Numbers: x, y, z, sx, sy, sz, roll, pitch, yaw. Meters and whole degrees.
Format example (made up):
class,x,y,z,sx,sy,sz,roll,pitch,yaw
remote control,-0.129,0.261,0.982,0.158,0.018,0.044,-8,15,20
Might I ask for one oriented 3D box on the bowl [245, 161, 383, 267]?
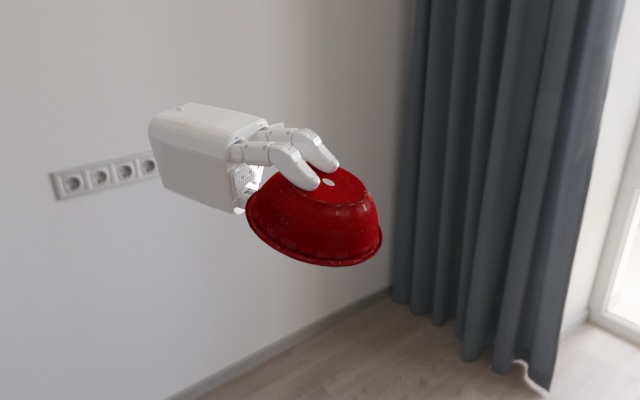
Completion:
class,x,y,z,sx,sy,sz,roll,pitch,yaw
bowl,0.001,0.002,0.534,0.162,0.055,0.162,13,31,-8
